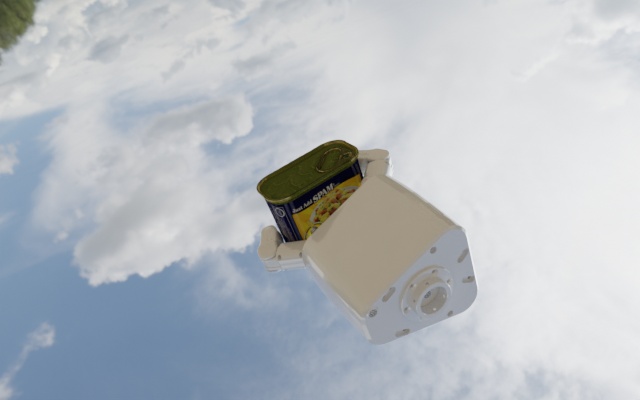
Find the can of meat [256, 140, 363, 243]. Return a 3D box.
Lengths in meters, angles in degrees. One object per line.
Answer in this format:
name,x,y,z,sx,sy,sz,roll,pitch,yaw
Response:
can of meat,0.000,0.002,0.478,0.102,0.084,0.057,-32,33,-15
